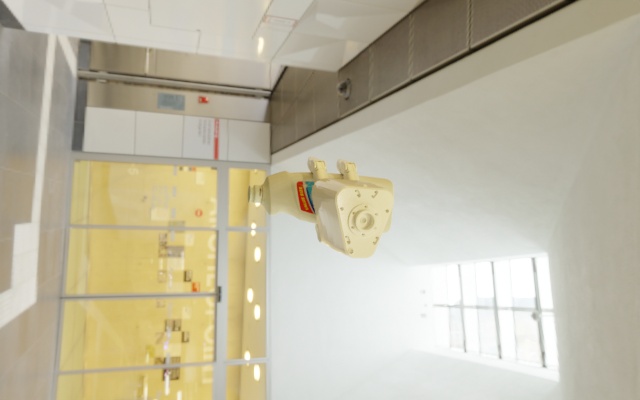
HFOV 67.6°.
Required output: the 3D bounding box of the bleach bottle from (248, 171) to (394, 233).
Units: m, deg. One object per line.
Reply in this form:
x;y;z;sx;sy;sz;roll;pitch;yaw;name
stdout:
0.000;0.003;0.829;0.251;0.102;0.068;2;6;-18;bleach bottle
